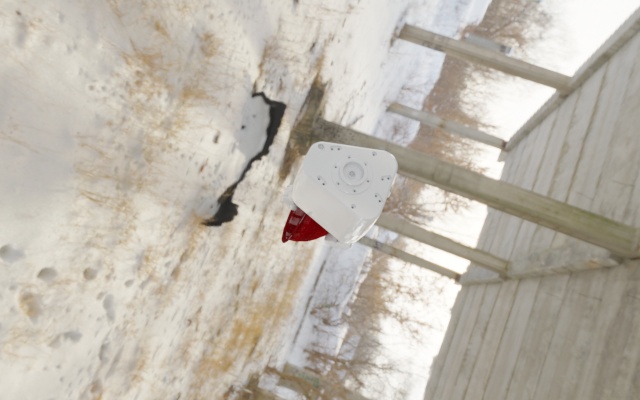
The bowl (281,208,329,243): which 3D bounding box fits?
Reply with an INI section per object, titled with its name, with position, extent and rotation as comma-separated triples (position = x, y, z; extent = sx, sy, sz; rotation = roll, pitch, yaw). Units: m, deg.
[bowl]
position = 0.000, 0.003, 0.730
extent = 0.055, 0.162, 0.162
rotation = 27, -5, -10
